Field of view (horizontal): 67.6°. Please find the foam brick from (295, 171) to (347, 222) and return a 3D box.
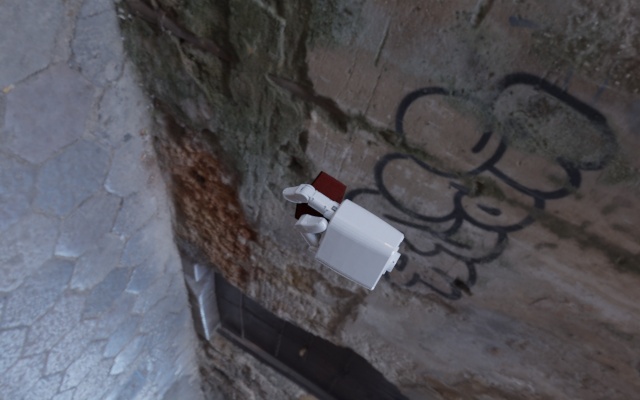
[{"bbox_3d":[0.000,0.002,0.787,0.051,0.078,0.053,30,-32,11],"label":"foam brick"}]
